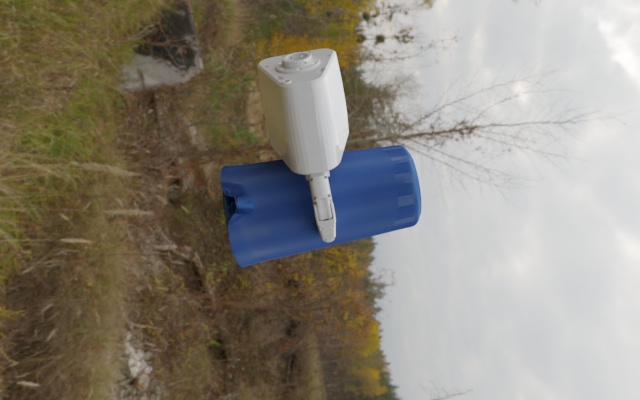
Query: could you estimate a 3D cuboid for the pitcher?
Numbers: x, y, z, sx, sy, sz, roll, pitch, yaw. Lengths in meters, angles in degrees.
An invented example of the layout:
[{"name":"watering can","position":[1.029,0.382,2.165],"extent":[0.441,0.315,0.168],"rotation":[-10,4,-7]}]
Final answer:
[{"name":"pitcher","position":[0.000,0.002,0.630],"extent":[0.243,0.145,0.149],"rotation":[-10,34,0]}]
